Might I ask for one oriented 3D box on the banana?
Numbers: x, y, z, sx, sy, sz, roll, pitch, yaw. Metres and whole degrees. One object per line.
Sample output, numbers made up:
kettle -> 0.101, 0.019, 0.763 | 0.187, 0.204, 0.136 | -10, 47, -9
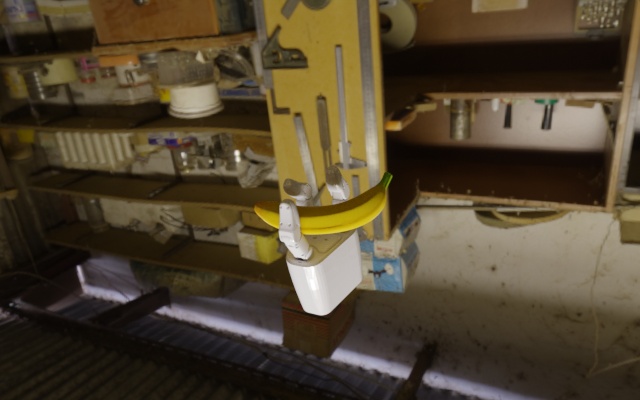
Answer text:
banana -> 0.004, 0.015, 0.643 | 0.198, 0.069, 0.037 | -11, -45, 10
